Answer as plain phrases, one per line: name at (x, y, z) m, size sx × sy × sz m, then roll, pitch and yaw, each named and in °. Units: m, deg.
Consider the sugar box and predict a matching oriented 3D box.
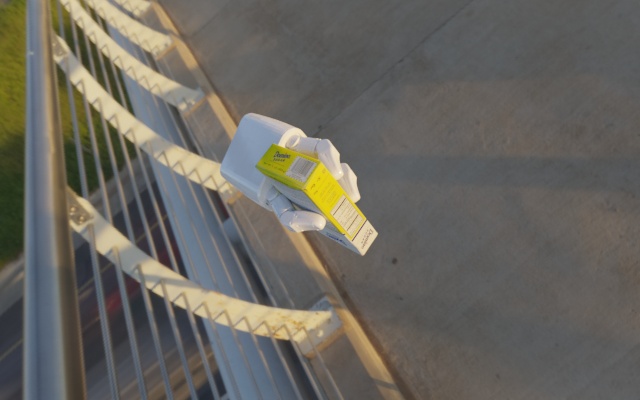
sugar box at (0.000, 0.002, 0.627) m, size 0.093 × 0.048 × 0.176 m, roll 26°, pitch -13°, yaw 40°
